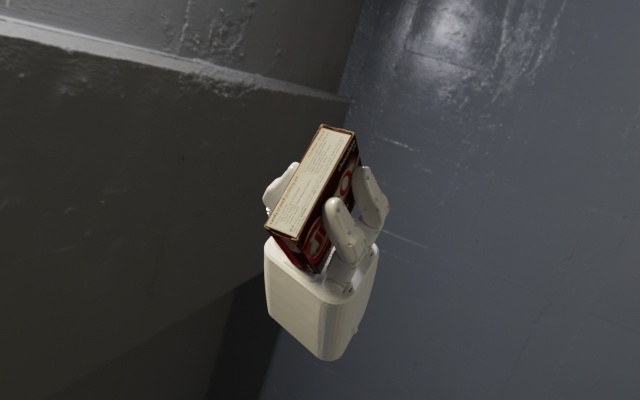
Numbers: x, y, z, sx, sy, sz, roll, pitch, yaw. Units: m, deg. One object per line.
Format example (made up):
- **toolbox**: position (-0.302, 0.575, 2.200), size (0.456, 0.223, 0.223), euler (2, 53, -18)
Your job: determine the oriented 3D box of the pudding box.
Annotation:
- **pudding box**: position (0.000, 0.001, 0.441), size (0.039, 0.113, 0.090), euler (19, -21, 20)
